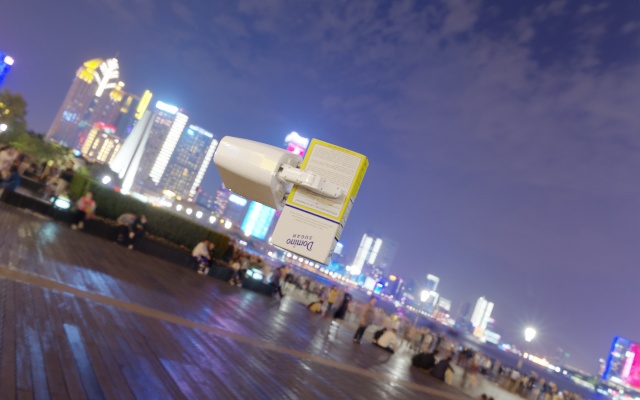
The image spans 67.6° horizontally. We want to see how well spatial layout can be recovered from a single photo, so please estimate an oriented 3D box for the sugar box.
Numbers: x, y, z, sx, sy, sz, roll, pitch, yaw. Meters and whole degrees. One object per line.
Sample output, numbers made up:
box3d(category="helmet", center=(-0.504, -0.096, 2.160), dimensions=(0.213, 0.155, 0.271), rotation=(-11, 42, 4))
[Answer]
box3d(category="sugar box", center=(0.000, 0.002, 0.732), dimensions=(0.093, 0.176, 0.048), rotation=(20, -8, 16))
